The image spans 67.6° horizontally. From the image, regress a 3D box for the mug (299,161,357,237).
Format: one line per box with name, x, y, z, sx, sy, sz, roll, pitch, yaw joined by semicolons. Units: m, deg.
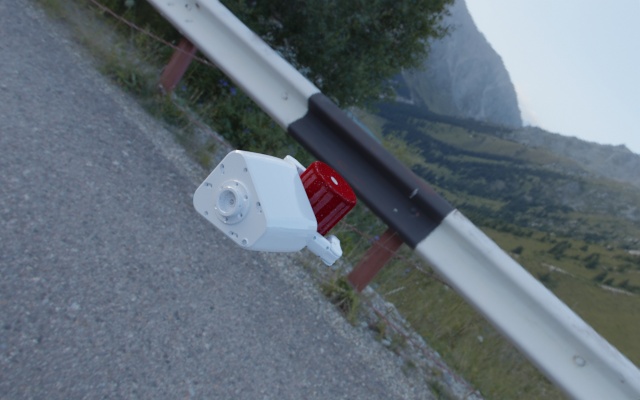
mug;0.001;0.002;0.662;0.081;0.093;0.117;-45;-21;17
